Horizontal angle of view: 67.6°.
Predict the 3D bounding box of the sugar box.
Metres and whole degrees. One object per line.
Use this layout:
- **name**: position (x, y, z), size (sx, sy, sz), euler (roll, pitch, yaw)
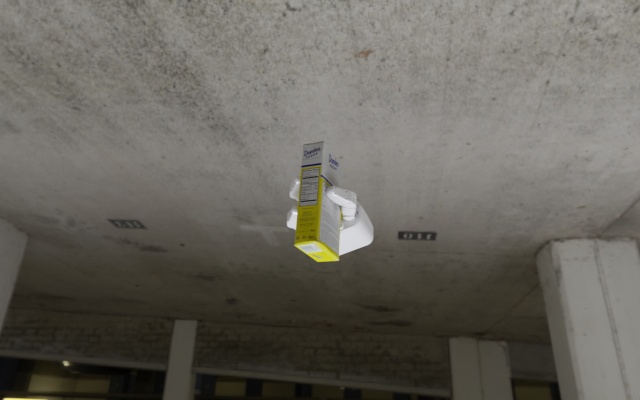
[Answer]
- **sugar box**: position (0.000, 0.003, 0.784), size (0.048, 0.176, 0.093), euler (-9, -27, 21)
